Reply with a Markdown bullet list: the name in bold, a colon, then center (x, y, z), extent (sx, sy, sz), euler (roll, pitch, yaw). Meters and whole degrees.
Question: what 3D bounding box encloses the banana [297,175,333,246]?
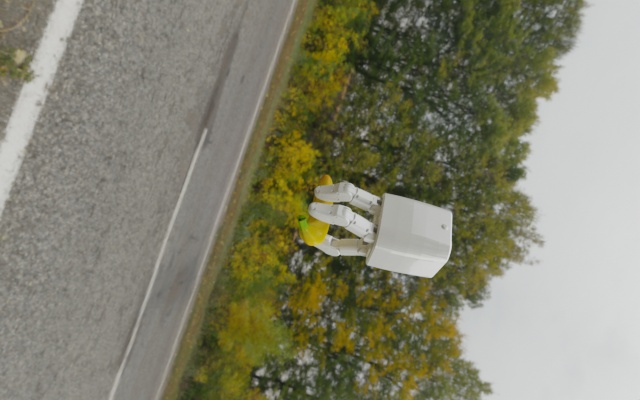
- **banana**: center (-0.002, 0.021, 0.746), extent (0.037, 0.070, 0.197), euler (8, 22, 6)
